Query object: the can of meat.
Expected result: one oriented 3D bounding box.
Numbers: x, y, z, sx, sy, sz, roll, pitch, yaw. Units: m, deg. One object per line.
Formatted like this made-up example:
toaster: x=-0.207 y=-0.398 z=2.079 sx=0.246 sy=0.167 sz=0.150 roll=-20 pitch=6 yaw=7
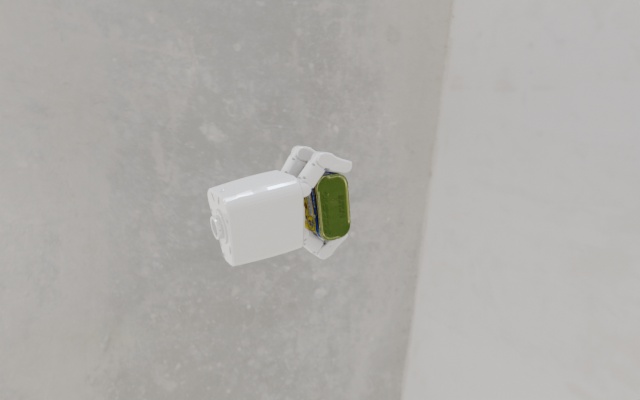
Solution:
can of meat: x=0.000 y=0.002 z=0.708 sx=0.057 sy=0.102 sz=0.084 roll=-14 pitch=17 yaw=-26
